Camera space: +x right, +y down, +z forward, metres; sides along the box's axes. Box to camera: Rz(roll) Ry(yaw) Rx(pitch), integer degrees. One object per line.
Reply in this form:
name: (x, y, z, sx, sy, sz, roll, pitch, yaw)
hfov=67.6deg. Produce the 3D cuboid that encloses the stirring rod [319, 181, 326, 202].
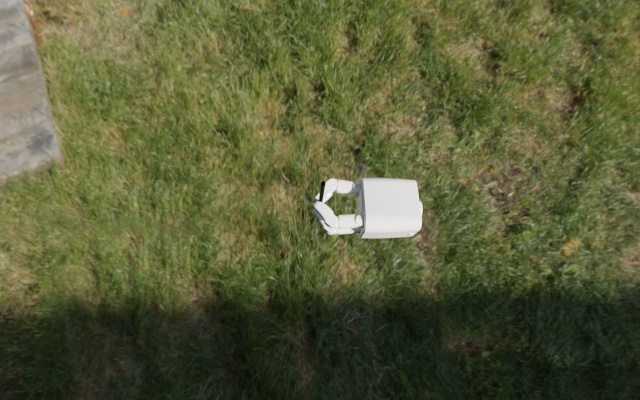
stirring rod: (0.000, 0.003, 0.888, 0.011, 0.011, 0.239, 0, -15, -2)
